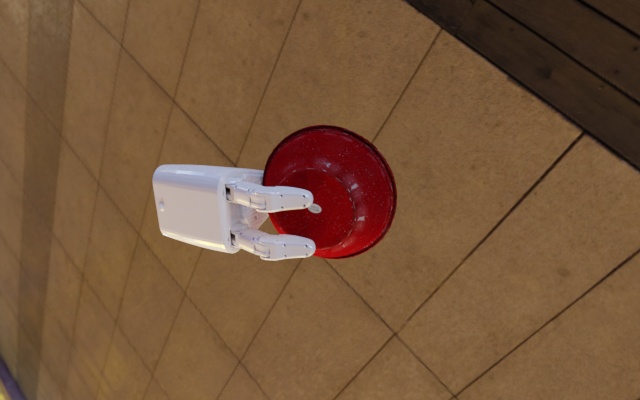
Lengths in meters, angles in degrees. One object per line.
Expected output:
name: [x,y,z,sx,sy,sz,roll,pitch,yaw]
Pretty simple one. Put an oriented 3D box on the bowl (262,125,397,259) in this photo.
bowl: [0.001,0.002,0.524,0.162,0.162,0.055,0,19,18]
